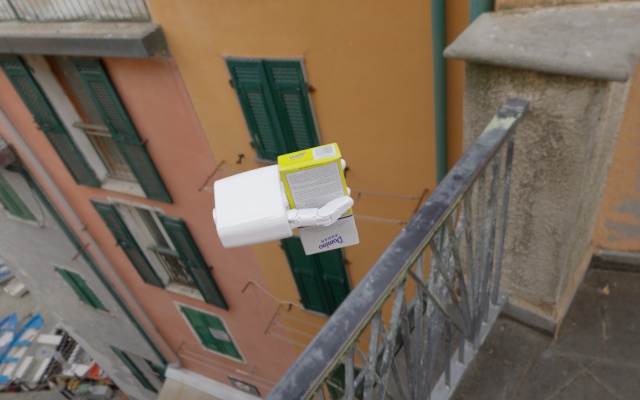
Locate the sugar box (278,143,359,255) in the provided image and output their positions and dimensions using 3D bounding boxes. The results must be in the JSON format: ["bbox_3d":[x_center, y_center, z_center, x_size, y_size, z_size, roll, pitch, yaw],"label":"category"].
[{"bbox_3d":[0.000,0.002,0.748,0.093,0.176,0.048,-12,40,2],"label":"sugar box"}]
